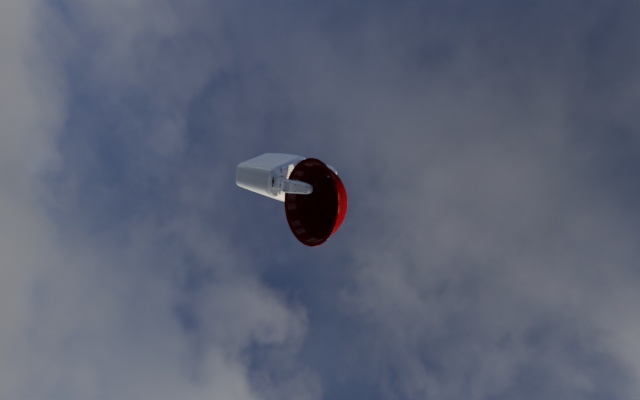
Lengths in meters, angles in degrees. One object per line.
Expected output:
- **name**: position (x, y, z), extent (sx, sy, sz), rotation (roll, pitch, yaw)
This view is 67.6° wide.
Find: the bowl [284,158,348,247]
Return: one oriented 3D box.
- **bowl**: position (0.001, 0.003, 0.883), extent (0.055, 0.162, 0.162), rotation (-1, 1, -38)
